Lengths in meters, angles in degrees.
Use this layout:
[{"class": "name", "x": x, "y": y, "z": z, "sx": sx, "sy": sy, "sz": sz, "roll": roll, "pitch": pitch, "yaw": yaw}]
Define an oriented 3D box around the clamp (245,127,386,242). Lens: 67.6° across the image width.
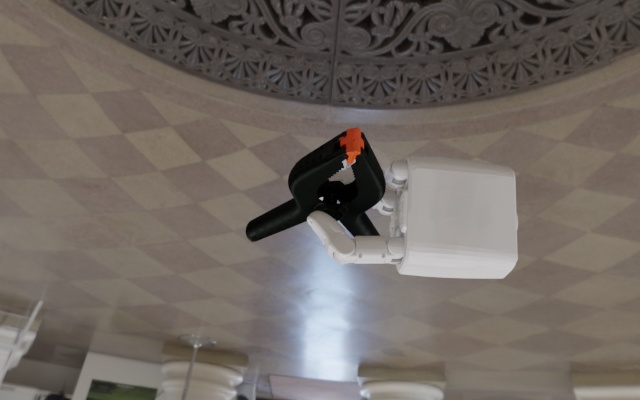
[{"class": "clamp", "x": 0.000, "y": 0.002, "z": 0.491, "sx": 0.164, "sy": 0.036, "sz": 0.210, "roll": 3, "pitch": -32, "yaw": -2}]
